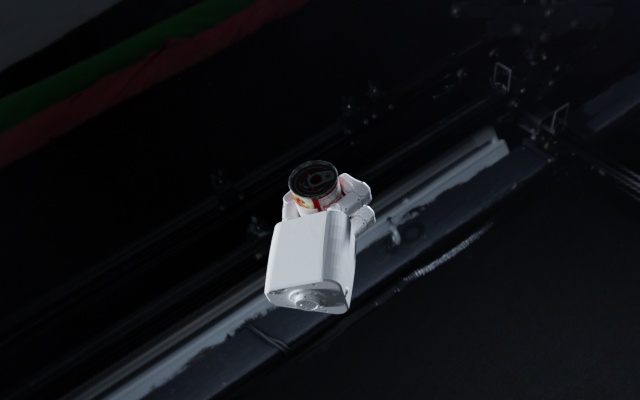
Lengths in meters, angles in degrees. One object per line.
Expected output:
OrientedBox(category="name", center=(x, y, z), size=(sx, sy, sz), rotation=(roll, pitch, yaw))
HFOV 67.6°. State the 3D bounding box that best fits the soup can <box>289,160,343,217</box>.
OrientedBox(category="soup can", center=(0.000, 0.002, 0.681), size=(0.068, 0.068, 0.102), rotation=(0, -39, 15))
